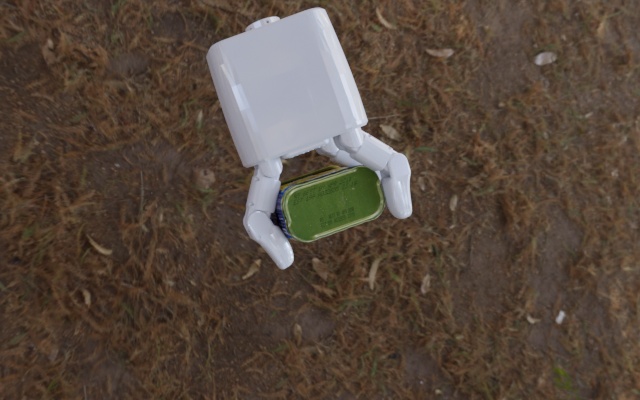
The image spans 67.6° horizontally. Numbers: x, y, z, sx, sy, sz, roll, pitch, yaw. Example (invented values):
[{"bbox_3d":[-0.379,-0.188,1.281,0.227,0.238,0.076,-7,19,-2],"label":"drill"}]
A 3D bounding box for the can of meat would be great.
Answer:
[{"bbox_3d":[0.000,0.002,0.458,0.102,0.057,0.084,-19,7,-18],"label":"can of meat"}]
